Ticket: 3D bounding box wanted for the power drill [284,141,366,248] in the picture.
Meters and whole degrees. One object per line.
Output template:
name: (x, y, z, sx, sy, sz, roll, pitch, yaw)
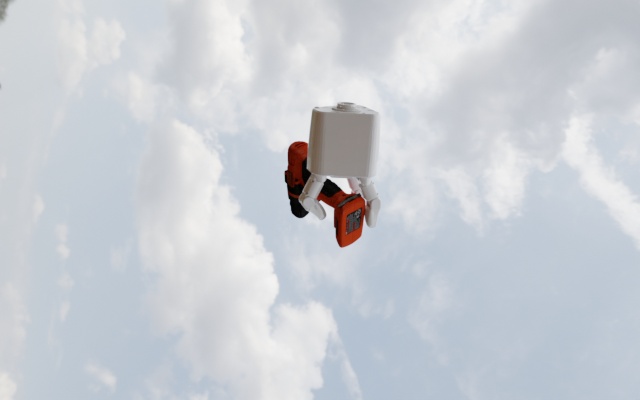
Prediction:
power drill: (0.000, 0.003, 0.894, 0.057, 0.185, 0.187, -30, 52, -26)
